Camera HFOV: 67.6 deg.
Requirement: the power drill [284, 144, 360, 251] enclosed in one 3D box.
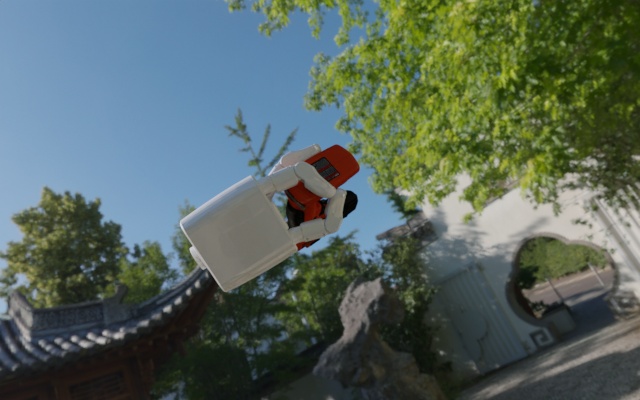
[{"bbox_3d":[0.000,0.002,0.706,0.184,0.057,0.188,-34,-21,-27],"label":"power drill"}]
